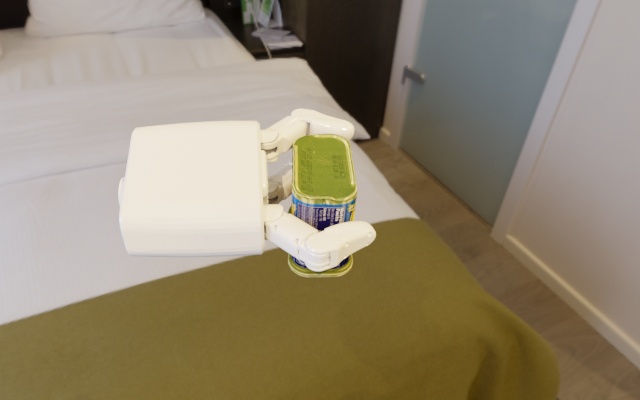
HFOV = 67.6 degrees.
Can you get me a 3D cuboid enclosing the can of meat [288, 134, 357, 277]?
[{"bbox_3d":[0.000,0.001,0.419,0.057,0.084,0.102,0,39,-4],"label":"can of meat"}]
